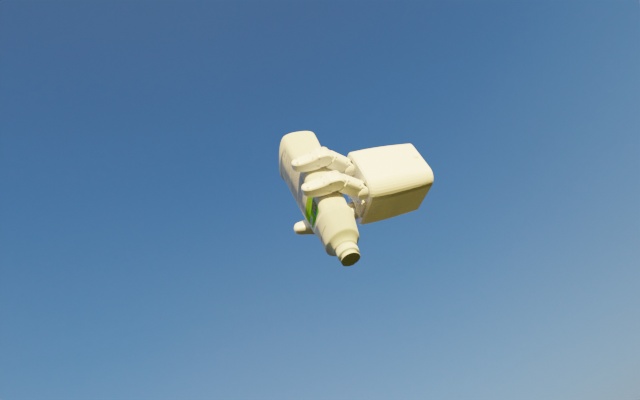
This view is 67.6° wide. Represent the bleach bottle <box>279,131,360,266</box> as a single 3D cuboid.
[{"bbox_3d":[0.000,0.002,0.731,0.068,0.103,0.250,-11,46,-15],"label":"bleach bottle"}]
